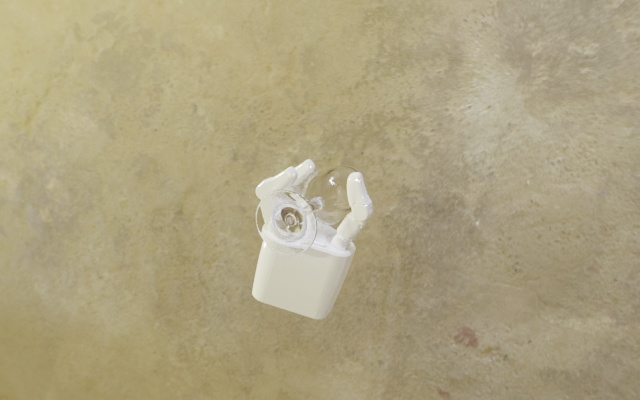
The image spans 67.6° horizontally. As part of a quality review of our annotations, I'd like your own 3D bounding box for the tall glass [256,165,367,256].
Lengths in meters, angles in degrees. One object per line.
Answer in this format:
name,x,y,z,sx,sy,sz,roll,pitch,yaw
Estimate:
tall glass,0.000,0.002,0.605,0.079,0.079,0.201,0,14,23
